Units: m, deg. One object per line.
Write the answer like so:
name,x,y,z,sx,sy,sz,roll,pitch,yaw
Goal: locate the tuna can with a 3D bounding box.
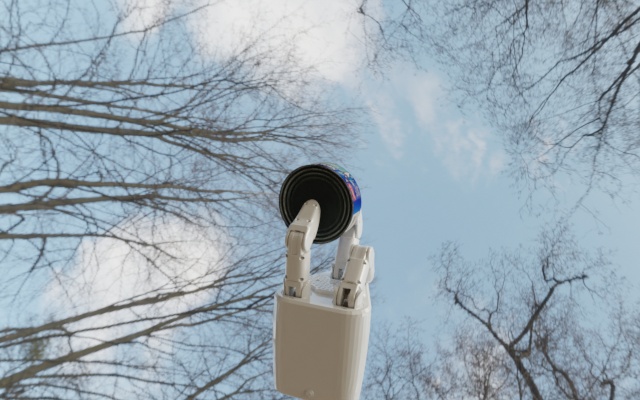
tuna can,0.000,0.002,0.516,0.086,0.086,0.033,0,11,23
